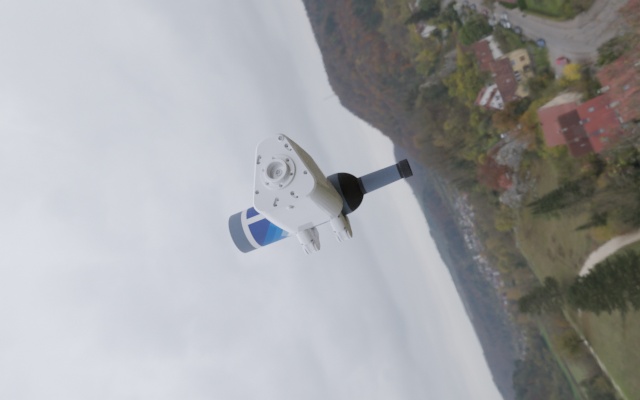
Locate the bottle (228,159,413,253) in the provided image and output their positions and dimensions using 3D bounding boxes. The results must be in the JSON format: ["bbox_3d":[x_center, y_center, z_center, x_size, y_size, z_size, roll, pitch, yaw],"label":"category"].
[{"bbox_3d":[0.000,0.003,0.746,0.296,0.069,0.069,-21,-5,13],"label":"bottle"}]
